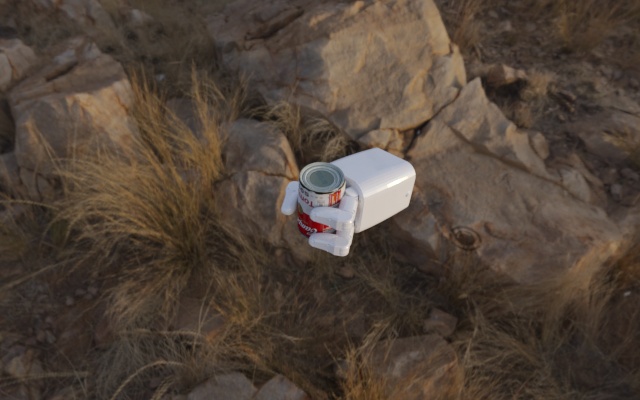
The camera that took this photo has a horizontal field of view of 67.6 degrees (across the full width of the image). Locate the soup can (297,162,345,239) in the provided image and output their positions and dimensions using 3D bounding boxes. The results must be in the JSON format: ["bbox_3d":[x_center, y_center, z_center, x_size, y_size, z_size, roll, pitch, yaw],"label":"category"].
[{"bbox_3d":[0.000,0.002,0.708,0.068,0.102,0.068,2,45,-2],"label":"soup can"}]
